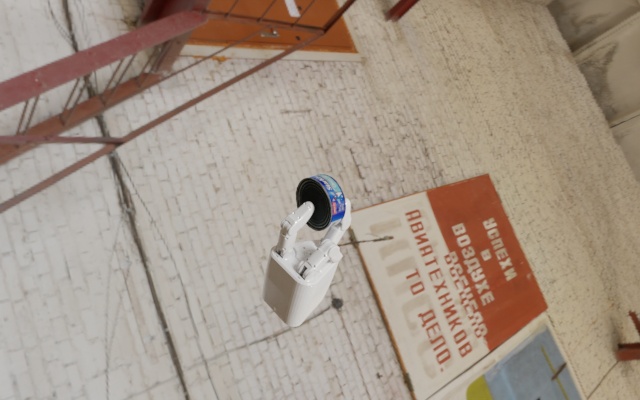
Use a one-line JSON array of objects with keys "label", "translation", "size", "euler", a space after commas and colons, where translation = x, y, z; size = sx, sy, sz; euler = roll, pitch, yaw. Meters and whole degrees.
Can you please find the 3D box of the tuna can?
[{"label": "tuna can", "translation": [0.001, 0.002, 0.750], "size": [0.033, 0.086, 0.086], "euler": [-19, 11, -37]}]
